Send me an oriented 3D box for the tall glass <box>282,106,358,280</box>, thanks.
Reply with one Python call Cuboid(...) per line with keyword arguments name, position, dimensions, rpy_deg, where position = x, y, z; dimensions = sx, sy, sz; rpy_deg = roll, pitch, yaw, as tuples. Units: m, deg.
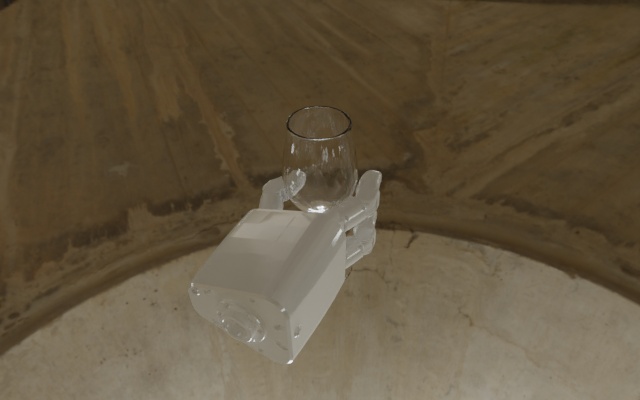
Cuboid(name="tall glass", position=(0.000, 0.002, 0.515), dimensions=(0.079, 0.201, 0.079), rpy_deg=(-1, 40, 1))
